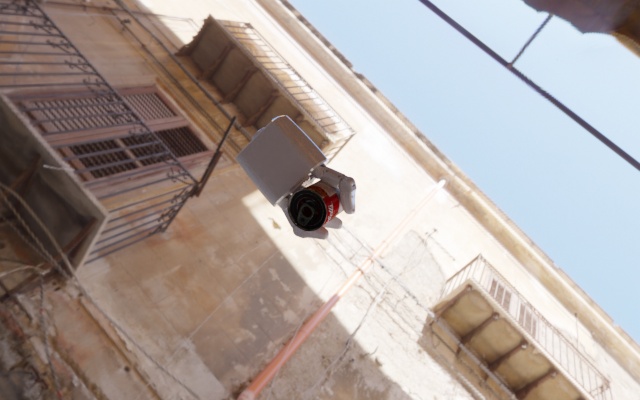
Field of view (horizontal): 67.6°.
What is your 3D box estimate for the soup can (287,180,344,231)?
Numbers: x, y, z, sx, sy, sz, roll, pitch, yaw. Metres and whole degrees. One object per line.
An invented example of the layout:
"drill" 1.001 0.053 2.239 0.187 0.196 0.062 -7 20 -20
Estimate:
"soup can" 0.001 0.003 0.774 0.068 0.068 0.102 0 15 26
